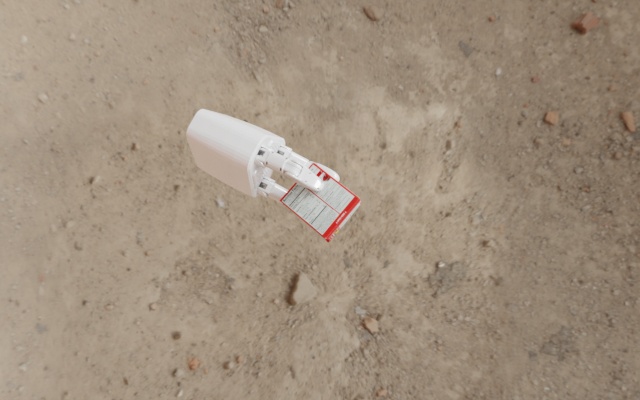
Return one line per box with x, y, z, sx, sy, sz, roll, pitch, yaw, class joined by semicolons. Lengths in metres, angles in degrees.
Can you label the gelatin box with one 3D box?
0.000;0.002;0.665;0.089;0.073;0.030;39;-6;17;gelatin box
